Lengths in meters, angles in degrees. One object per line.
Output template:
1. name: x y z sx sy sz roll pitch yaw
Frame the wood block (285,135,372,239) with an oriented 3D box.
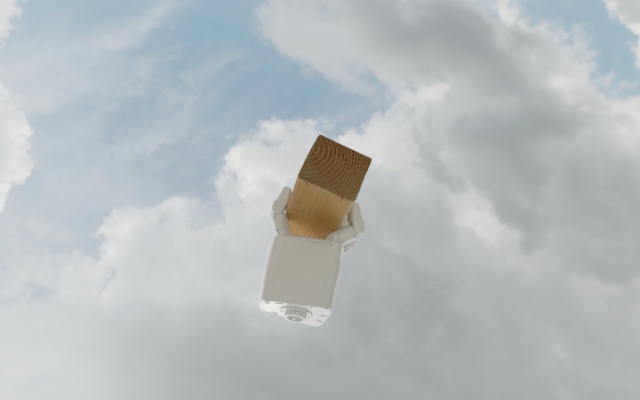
1. wood block: 0.000 0.003 0.773 0.091 0.090 0.206 25 -33 0
